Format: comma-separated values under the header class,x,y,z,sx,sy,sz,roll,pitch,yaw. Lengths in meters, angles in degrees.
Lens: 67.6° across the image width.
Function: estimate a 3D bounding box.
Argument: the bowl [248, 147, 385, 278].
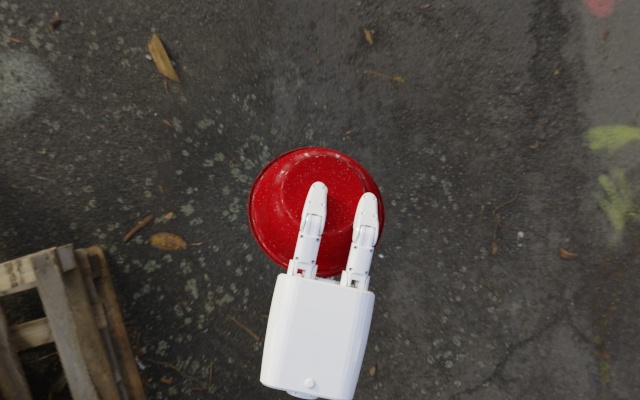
class,x,y,z,sx,sy,sz,roll,pitch,yaw
bowl,0.000,0.000,0.535,0.162,0.162,0.055,0,-20,-9
